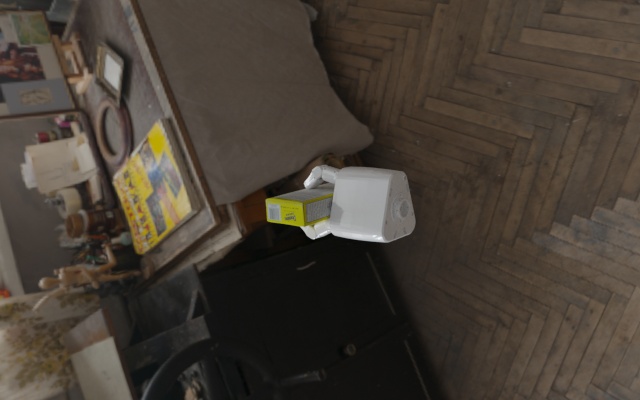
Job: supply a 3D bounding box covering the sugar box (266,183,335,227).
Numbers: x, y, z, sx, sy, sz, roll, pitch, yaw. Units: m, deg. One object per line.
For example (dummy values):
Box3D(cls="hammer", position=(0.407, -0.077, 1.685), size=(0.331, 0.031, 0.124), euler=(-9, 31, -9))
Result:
Box3D(cls="sugar box", position=(0.000, 0.003, 0.833), size=(0.093, 0.048, 0.176), euler=(7, 14, 43))
